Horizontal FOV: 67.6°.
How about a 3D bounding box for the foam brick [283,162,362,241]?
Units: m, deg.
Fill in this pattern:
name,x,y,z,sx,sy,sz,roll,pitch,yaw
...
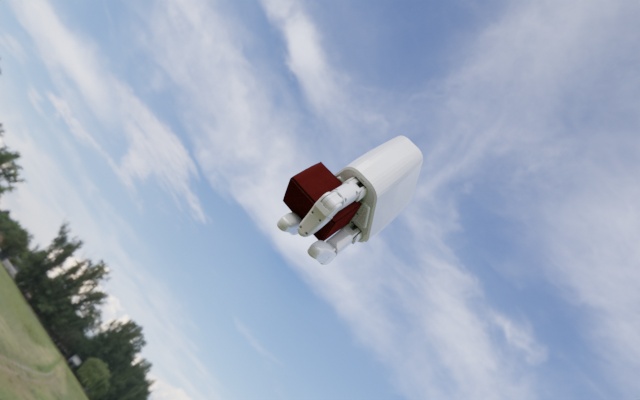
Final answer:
name,x,y,z,sx,sy,sz,roll,pitch,yaw
foam brick,0.000,0.002,0.592,0.051,0.078,0.053,-34,-15,-33
